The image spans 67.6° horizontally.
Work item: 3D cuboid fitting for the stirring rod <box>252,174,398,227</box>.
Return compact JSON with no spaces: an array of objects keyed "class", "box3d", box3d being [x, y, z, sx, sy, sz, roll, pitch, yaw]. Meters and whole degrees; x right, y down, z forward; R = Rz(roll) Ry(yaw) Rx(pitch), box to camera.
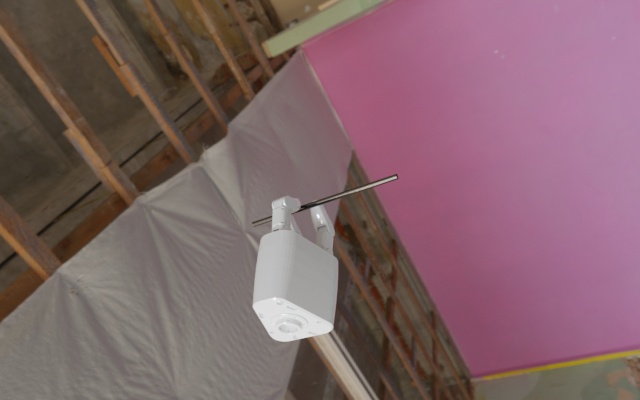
[{"class":"stirring rod","box3d":[0.000,0.002,0.701,0.239,0.011,0.011,-19,-8,23]}]
